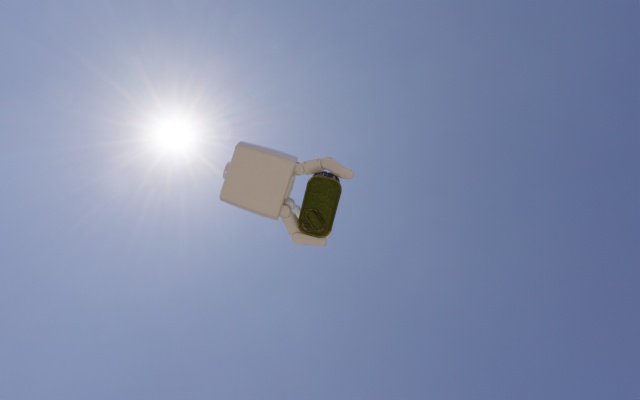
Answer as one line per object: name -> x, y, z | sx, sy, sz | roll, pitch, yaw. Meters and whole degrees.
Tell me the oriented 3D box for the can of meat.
can of meat -> 0.000, 0.003, 0.811 | 0.057, 0.102, 0.084 | 14, 12, 0
